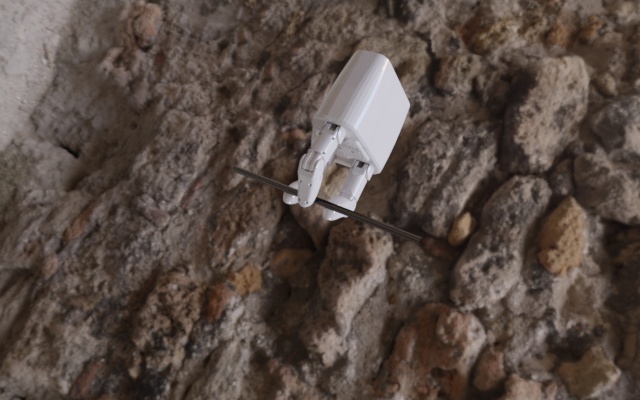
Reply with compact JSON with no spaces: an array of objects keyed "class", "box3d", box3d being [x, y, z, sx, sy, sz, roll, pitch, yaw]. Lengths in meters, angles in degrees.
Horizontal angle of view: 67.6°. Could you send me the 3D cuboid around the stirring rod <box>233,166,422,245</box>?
[{"class":"stirring rod","box3d":[0.000,0.002,0.542,0.239,0.011,0.011,21,8,21]}]
